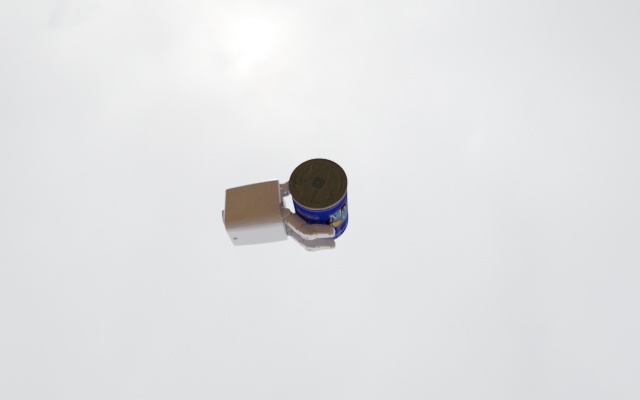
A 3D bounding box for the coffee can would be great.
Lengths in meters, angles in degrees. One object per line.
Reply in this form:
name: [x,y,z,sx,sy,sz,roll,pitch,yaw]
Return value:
coffee can: [0.000,0.003,0.877,0.103,0.102,0.140,0,-29,4]
